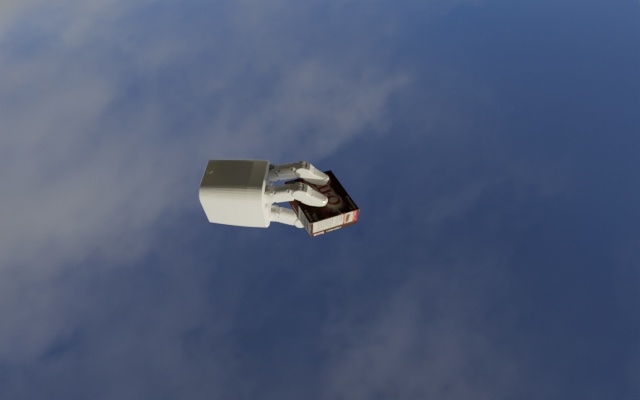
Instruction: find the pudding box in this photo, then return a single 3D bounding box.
[{"bbox_3d":[0.000,0.003,0.808,0.090,0.039,0.113,-17,48,-19],"label":"pudding box"}]
